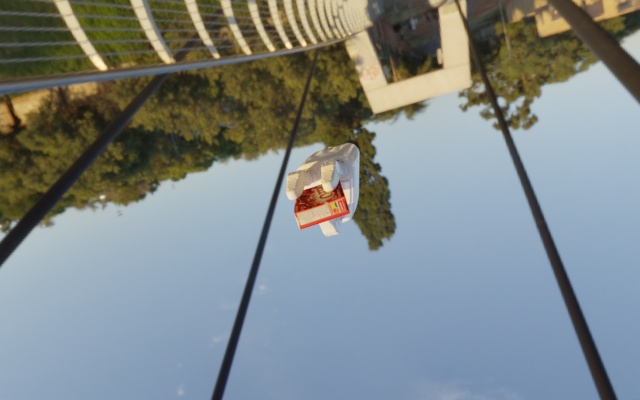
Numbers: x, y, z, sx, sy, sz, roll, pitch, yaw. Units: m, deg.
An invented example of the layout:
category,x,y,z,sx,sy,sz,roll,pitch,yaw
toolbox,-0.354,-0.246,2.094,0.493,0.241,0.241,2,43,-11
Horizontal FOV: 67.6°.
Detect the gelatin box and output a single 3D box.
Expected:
category,x,y,z,sx,sy,sz,roll,pitch,yaw
gelatin box,0.000,0.003,0.684,0.073,0.030,0.089,-18,20,4
